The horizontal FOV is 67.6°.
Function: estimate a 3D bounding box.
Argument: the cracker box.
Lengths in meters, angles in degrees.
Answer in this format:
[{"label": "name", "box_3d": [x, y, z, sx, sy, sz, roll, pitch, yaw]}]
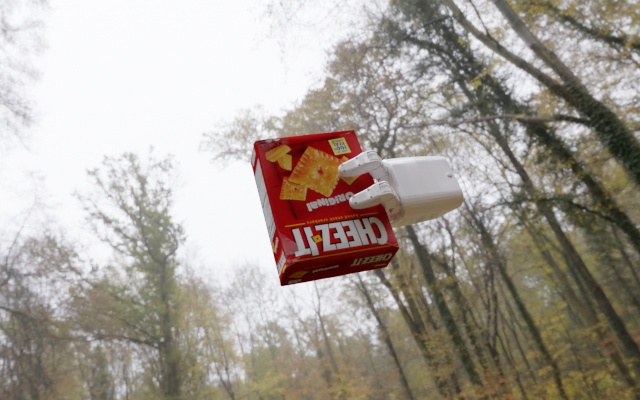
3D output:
[{"label": "cracker box", "box_3d": [0.000, 0.002, 0.699, 0.164, 0.213, 0.072, -8, -30, -17]}]
